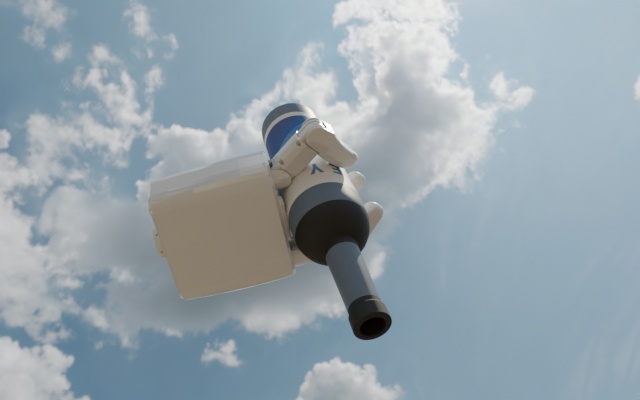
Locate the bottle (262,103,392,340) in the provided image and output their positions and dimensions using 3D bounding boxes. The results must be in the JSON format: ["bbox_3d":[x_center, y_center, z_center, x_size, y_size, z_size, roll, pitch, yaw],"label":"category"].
[{"bbox_3d":[0.000,0.001,0.434,0.069,0.069,0.295,0,34,-17],"label":"bottle"}]
